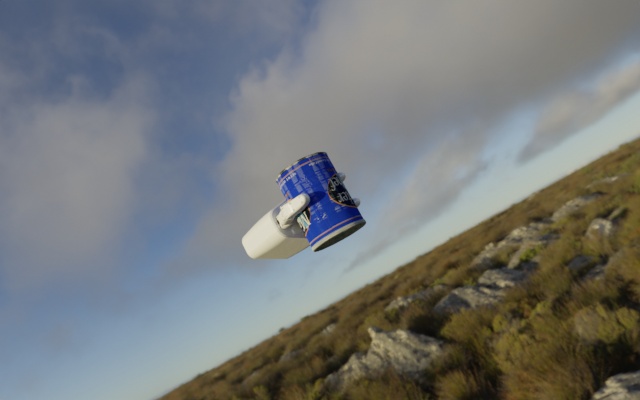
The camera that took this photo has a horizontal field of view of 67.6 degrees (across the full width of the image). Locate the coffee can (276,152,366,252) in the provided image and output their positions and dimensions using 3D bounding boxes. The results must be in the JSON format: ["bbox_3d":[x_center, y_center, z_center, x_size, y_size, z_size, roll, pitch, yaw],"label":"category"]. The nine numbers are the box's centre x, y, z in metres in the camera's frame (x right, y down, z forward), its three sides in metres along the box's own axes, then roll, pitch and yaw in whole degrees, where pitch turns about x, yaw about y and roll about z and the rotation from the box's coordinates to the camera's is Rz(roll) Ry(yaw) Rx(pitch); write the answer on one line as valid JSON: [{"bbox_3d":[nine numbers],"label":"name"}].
[{"bbox_3d":[0.000,0.003,0.819,0.103,0.140,0.103,-28,-12,-6],"label":"coffee can"}]
